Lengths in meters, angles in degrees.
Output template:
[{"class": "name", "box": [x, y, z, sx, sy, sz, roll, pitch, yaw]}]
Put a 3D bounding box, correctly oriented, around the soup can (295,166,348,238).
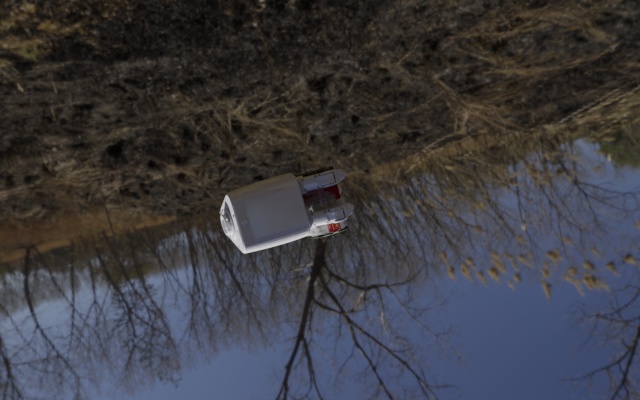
[{"class": "soup can", "box": [0.001, 0.003, 0.763, 0.068, 0.102, 0.068, -15, 5, 1]}]
